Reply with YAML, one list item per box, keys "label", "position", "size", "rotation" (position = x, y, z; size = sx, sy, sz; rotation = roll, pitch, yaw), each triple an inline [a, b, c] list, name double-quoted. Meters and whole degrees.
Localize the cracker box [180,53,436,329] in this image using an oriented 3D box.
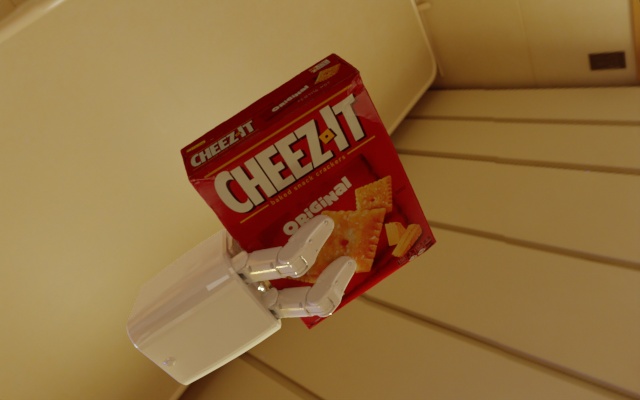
- label: "cracker box"
  position: [0.000, 0.002, 0.454]
  size: [0.164, 0.214, 0.072]
  rotation: [-33, 35, -2]
